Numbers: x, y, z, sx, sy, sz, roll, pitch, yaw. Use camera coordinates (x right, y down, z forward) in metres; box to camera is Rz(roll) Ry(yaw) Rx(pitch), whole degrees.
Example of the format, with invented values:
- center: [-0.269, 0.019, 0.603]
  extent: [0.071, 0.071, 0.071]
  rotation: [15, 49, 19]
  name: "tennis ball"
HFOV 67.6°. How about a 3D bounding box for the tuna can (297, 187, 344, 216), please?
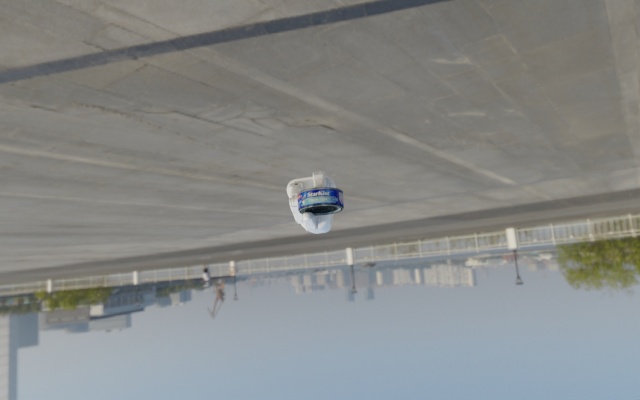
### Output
- center: [0.000, 0.003, 0.883]
  extent: [0.086, 0.033, 0.086]
  rotation: [-4, -14, -1]
  name: "tuna can"
